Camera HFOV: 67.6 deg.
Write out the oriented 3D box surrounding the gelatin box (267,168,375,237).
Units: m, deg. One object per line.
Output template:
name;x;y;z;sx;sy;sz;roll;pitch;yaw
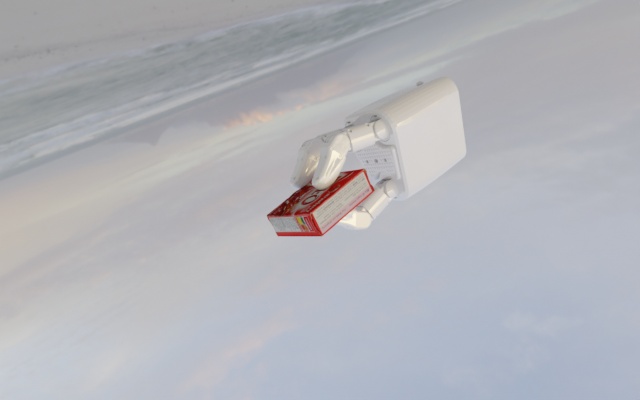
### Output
gelatin box;0.000;0.002;0.490;0.073;0.030;0.089;-4;29;50
